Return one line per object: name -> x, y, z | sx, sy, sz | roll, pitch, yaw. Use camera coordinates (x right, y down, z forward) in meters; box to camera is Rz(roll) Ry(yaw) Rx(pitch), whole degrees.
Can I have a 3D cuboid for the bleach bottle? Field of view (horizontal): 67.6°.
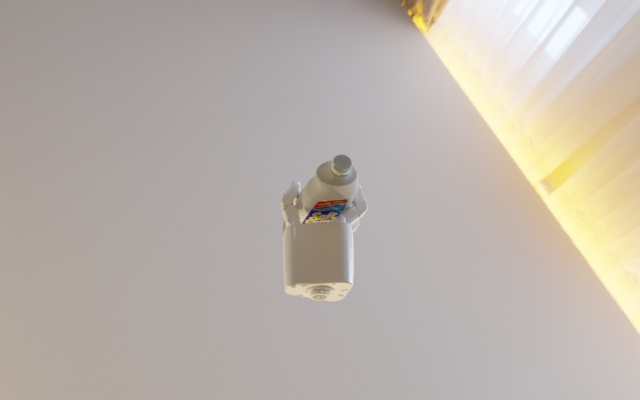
bleach bottle -> 0.000, 0.003, 0.835 | 0.102, 0.068, 0.251 | 5, -31, -11
